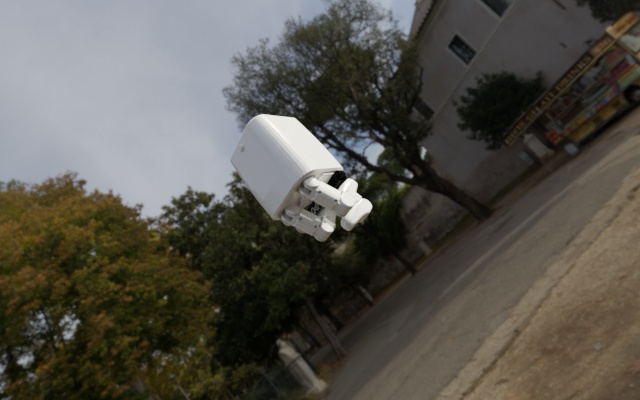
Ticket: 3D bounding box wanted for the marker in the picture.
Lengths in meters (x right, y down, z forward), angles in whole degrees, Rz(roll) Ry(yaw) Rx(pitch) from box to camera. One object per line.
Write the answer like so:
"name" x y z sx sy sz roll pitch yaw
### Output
"marker" 0.000 0.002 0.645 0.020 0.020 0.121 0 -38 -36
